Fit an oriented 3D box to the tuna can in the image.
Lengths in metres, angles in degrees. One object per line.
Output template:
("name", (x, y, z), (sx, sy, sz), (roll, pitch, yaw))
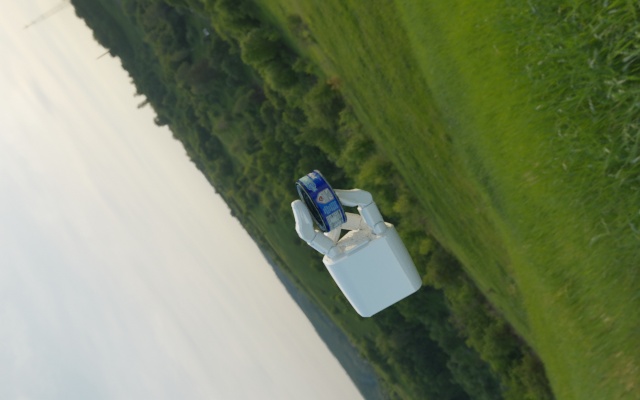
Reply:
("tuna can", (0.000, 0.002, 0.665), (0.034, 0.086, 0.086), (-31, 6, -10))
